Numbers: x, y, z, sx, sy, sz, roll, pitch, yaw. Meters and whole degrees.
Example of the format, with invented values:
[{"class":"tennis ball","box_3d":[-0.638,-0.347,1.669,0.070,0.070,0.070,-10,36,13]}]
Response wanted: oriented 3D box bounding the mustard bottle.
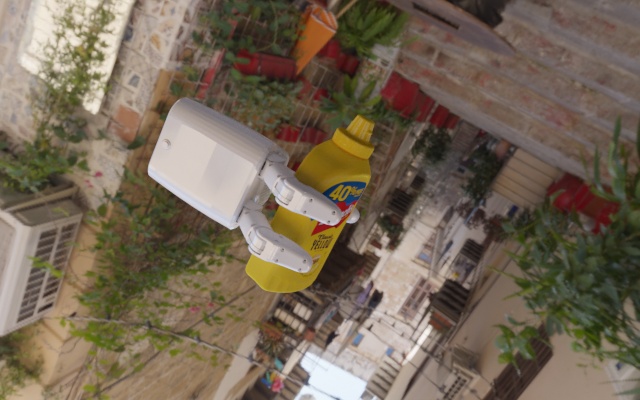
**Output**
[{"class":"mustard bottle","box_3d":[0.000,0.002,0.483,0.058,0.192,0.096,39,21,29]}]
